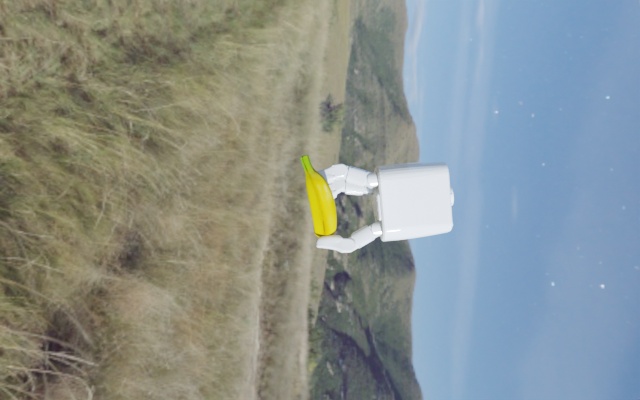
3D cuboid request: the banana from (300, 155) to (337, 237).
[{"bbox_3d":[0.003,0.016,0.719,0.037,0.069,0.198,-11,-34,-2],"label":"banana"}]
